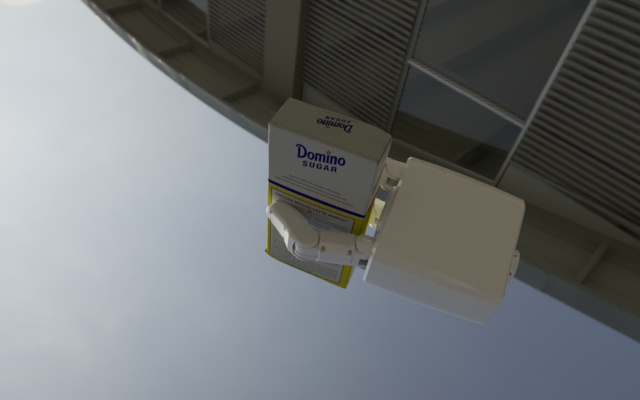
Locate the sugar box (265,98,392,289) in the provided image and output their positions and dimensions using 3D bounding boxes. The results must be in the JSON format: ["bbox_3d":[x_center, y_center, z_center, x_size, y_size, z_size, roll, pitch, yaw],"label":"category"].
[{"bbox_3d":[0.000,0.001,0.430,0.093,0.176,0.048,22,47,10],"label":"sugar box"}]
